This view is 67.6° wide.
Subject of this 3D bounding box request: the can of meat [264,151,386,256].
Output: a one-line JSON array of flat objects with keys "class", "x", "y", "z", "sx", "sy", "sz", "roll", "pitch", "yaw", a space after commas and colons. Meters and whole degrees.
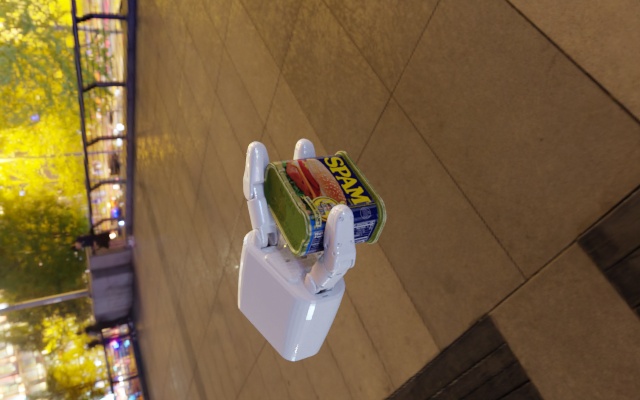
[{"class": "can of meat", "x": 0.000, "y": 0.002, "z": 0.465, "sx": 0.084, "sy": 0.057, "sz": 0.102, "roll": -9, "pitch": 48, "yaw": -28}]
